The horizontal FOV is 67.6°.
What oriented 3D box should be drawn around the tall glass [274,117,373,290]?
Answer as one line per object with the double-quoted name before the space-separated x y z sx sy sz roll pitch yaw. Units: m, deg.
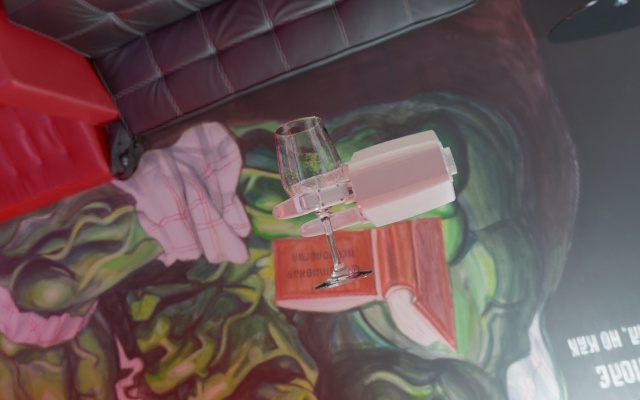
"tall glass" 0.000 0.003 0.587 0.079 0.201 0.079 -17 -4 -1
